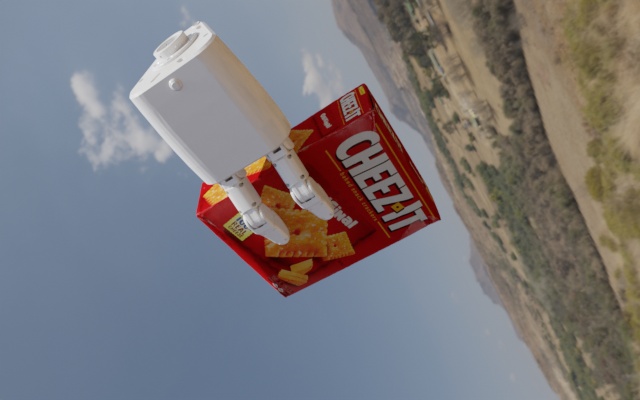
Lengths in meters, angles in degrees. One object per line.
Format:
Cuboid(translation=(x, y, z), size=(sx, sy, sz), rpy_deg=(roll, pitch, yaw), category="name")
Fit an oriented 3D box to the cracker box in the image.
Cuboid(translation=(0.000, 0.002, 0.529), size=(0.214, 0.164, 0.072), rpy_deg=(-29, 34, 15), category="cracker box")
